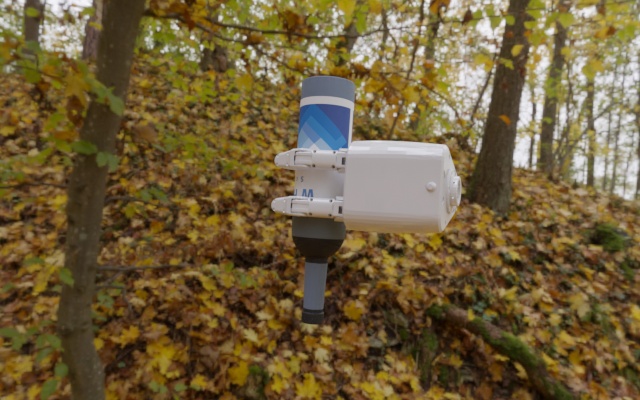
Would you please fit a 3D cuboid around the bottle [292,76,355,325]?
[{"bbox_3d":[0.000,0.002,0.587,0.069,0.295,0.069,4,-2,0],"label":"bottle"}]
